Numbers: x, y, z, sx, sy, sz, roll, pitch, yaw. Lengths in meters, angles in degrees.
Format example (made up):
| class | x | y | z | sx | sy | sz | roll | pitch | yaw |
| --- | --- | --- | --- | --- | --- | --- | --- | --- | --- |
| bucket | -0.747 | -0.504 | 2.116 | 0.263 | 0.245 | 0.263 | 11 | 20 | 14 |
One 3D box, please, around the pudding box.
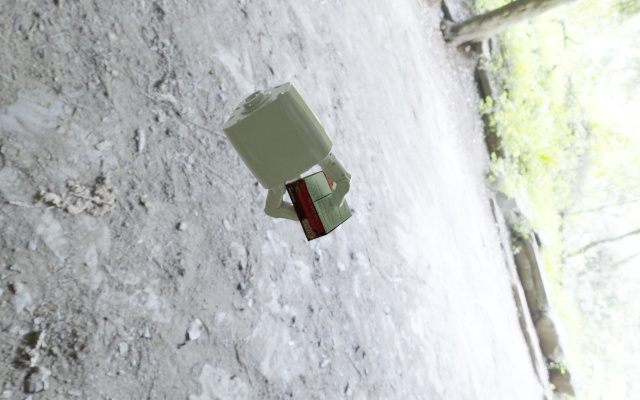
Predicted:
| class | x | y | z | sx | sy | sz | roll | pitch | yaw |
| --- | --- | --- | --- | --- | --- | --- | --- | --- | --- |
| pudding box | 0.000 | 0.002 | 0.726 | 0.039 | 0.090 | 0.113 | -19 | 4 | 29 |
